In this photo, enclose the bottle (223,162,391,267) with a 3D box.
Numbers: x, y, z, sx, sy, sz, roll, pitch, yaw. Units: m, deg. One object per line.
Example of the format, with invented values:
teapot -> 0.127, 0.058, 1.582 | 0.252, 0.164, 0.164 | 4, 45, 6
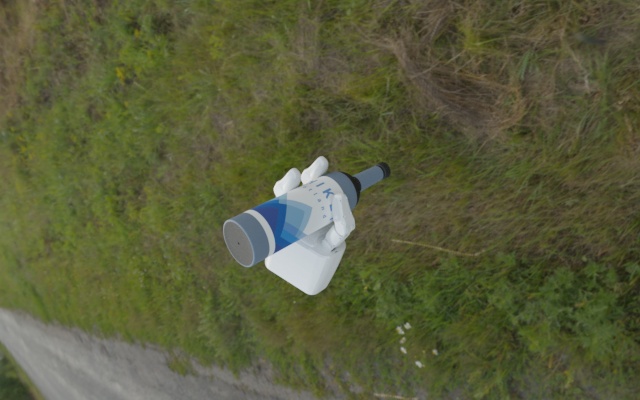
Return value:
bottle -> 0.000, 0.002, 0.694 | 0.295, 0.069, 0.069 | -27, 17, -37
